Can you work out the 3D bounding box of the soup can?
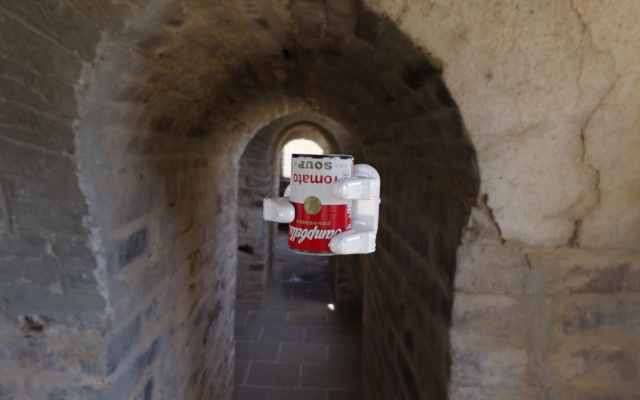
[{"bbox_3d":[0.000,0.001,0.509,0.068,0.102,0.068,2,6,0],"label":"soup can"}]
